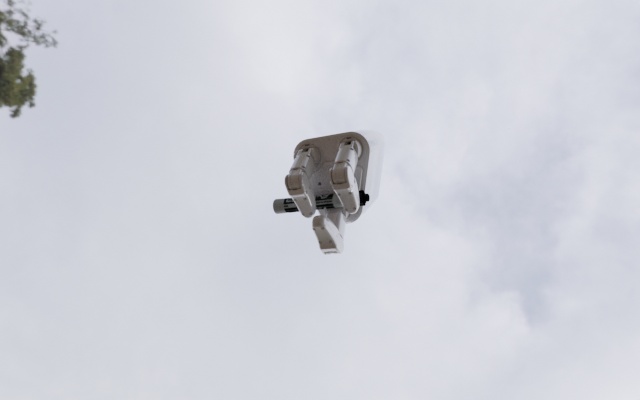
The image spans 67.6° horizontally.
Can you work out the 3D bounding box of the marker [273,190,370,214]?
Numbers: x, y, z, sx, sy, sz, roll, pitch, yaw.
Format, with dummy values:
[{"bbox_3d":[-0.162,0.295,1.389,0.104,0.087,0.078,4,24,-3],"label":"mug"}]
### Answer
[{"bbox_3d":[0.000,0.002,0.575,0.121,0.020,0.020,-6,-2,22],"label":"marker"}]
